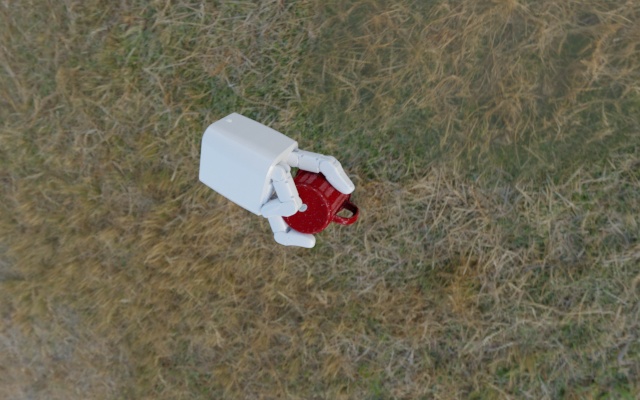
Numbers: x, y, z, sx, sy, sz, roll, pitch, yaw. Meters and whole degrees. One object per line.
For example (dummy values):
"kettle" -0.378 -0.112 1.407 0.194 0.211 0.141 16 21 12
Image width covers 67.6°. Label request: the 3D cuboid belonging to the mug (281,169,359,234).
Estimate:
"mug" 0.001 0.003 0.697 0.117 0.093 0.081 28 32 7
